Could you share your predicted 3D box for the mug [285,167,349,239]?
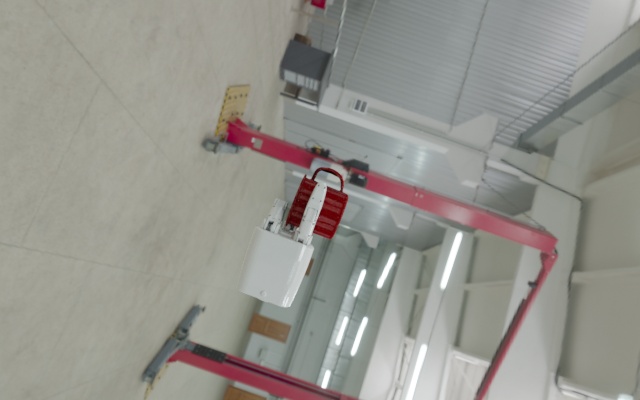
[{"bbox_3d":[0.001,0.001,0.795,0.081,0.117,0.093,21,3,0],"label":"mug"}]
